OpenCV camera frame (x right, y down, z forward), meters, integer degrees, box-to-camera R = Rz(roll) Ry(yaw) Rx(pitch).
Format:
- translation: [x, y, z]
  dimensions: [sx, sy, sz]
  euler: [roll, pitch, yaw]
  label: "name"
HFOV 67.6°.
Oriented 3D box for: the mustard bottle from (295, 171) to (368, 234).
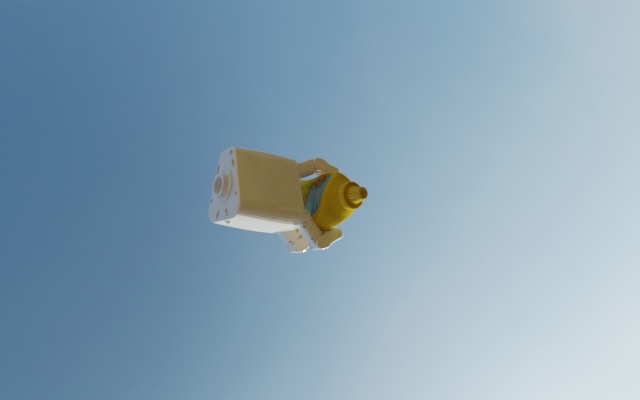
- translation: [0.000, 0.003, 0.743]
  dimensions: [0.058, 0.096, 0.191]
  euler: [38, -30, -28]
  label: "mustard bottle"
